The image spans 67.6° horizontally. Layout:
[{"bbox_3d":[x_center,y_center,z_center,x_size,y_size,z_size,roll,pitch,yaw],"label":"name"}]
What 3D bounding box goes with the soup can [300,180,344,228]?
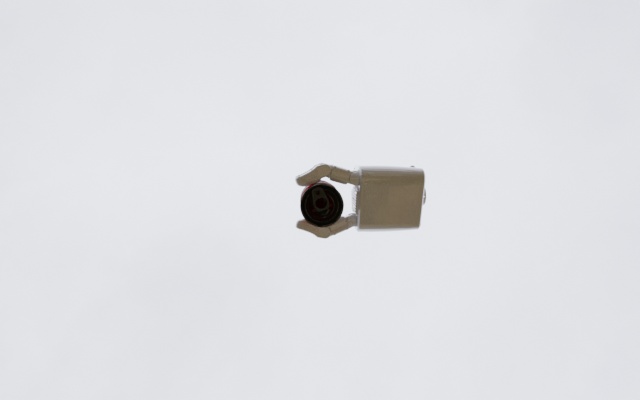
[{"bbox_3d":[0.000,0.003,0.785,0.068,0.068,0.102,0,6,-3],"label":"soup can"}]
